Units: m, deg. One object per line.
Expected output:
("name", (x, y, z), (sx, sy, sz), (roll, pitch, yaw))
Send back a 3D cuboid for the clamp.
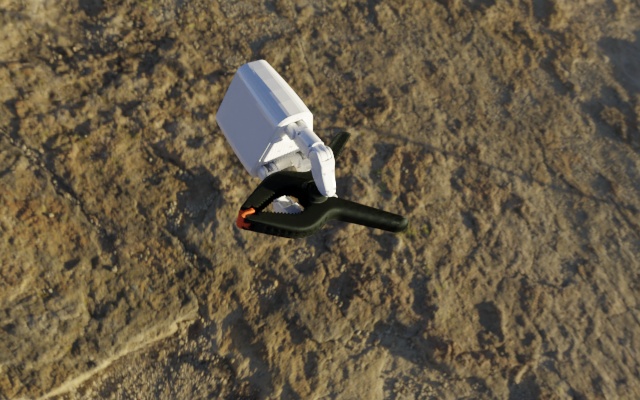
("clamp", (0.000, 0.001, 0.593), (0.210, 0.164, 0.036), (-24, -25, -30))
